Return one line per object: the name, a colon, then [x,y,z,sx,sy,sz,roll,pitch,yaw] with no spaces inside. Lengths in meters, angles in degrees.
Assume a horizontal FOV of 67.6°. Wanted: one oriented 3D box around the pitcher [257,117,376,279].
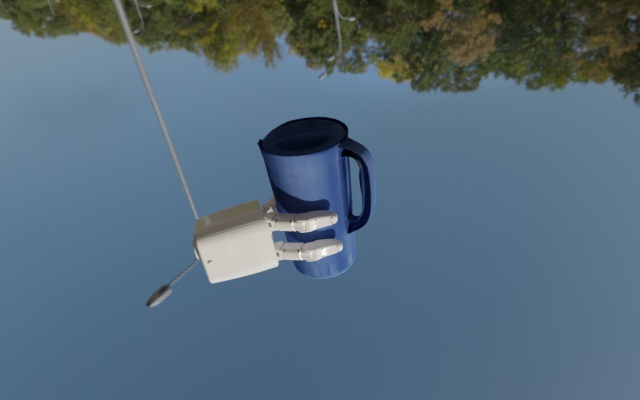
pitcher: [0.000,0.002,0.748,0.145,0.243,0.149,-17,32,-11]
